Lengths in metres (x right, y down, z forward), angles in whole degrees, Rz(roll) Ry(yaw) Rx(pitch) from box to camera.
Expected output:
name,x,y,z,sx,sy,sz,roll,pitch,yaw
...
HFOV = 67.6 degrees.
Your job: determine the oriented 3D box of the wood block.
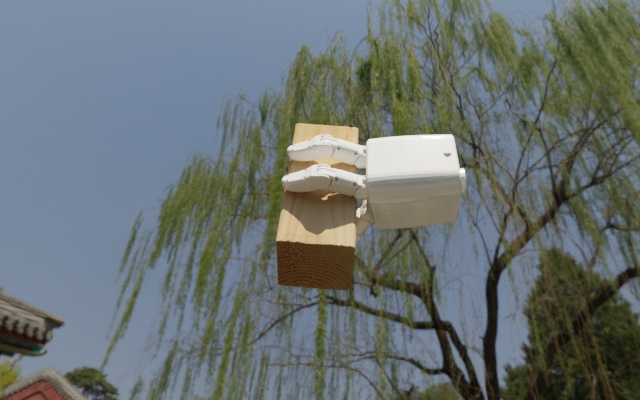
name,x,y,z,sx,sy,sz,roll,pitch,yaw
wood block,0.001,0.002,0.618,0.090,0.206,0.091,4,-43,2
